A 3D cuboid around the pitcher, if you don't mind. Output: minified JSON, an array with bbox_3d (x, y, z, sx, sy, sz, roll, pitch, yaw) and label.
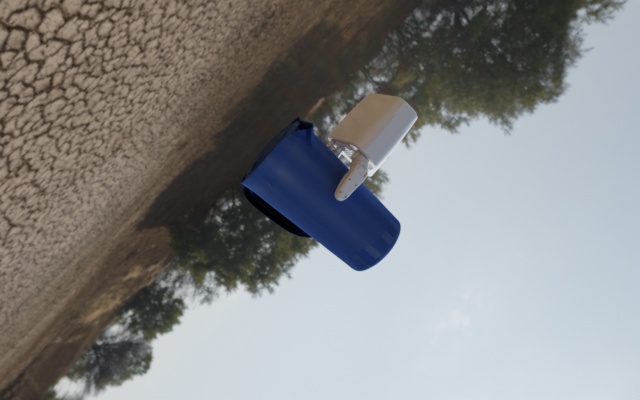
[{"bbox_3d":[0.000,0.002,0.749,0.243,0.145,0.149,42,-7,-12],"label":"pitcher"}]
